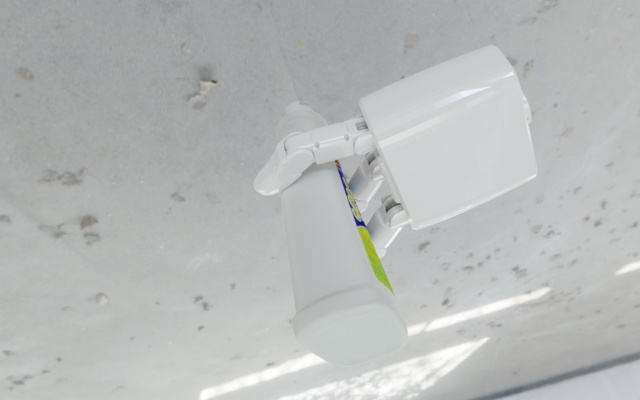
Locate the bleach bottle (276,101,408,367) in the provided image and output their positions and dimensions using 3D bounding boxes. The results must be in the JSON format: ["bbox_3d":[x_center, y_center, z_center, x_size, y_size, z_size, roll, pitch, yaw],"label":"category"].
[{"bbox_3d":[0.000,0.001,0.401,0.068,0.250,0.103,-23,-38,10],"label":"bleach bottle"}]
